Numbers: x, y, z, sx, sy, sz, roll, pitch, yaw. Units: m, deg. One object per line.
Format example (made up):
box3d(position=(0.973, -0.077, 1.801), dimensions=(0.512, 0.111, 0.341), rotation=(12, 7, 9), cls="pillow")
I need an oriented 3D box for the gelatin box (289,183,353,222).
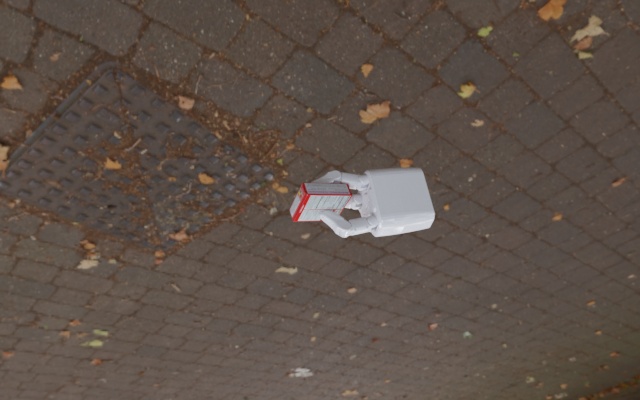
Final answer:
box3d(position=(0.000, 0.003, 0.818), dimensions=(0.089, 0.030, 0.073), rotation=(-1, -39, -27), cls="gelatin box")
